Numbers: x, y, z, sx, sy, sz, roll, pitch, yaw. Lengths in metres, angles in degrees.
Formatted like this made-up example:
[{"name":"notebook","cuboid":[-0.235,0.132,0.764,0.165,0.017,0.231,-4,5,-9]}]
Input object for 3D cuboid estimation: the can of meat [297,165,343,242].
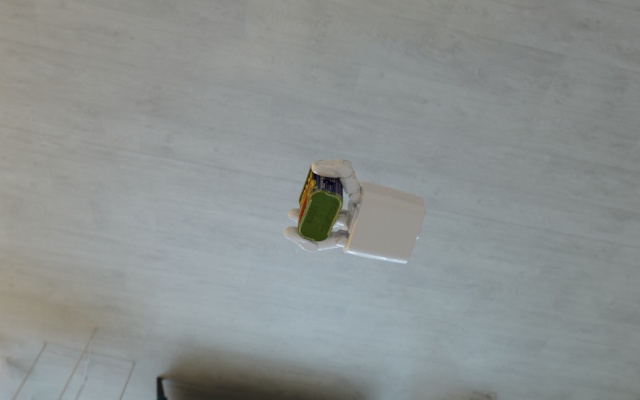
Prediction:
[{"name":"can of meat","cuboid":[0.000,0.003,0.748,0.057,0.102,0.084,15,35,-9]}]
